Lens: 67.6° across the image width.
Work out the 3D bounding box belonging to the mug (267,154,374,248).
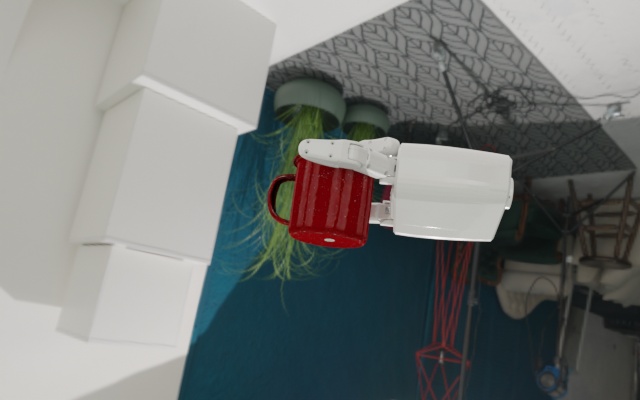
[{"bbox_3d":[-0.001,0.002,0.498,0.117,0.081,0.093,5,-15,12],"label":"mug"}]
